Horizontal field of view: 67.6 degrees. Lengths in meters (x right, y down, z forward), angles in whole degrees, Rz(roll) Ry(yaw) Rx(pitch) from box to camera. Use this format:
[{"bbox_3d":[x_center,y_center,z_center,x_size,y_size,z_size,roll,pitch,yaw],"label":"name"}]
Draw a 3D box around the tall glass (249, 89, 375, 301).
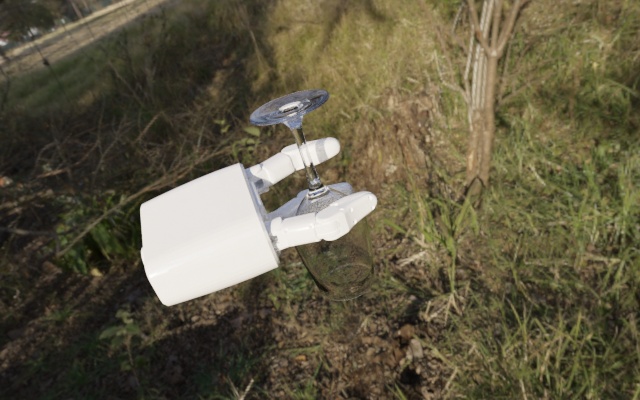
[{"bbox_3d":[0.000,0.001,0.461,0.079,0.201,0.079,-15,27,8],"label":"tall glass"}]
